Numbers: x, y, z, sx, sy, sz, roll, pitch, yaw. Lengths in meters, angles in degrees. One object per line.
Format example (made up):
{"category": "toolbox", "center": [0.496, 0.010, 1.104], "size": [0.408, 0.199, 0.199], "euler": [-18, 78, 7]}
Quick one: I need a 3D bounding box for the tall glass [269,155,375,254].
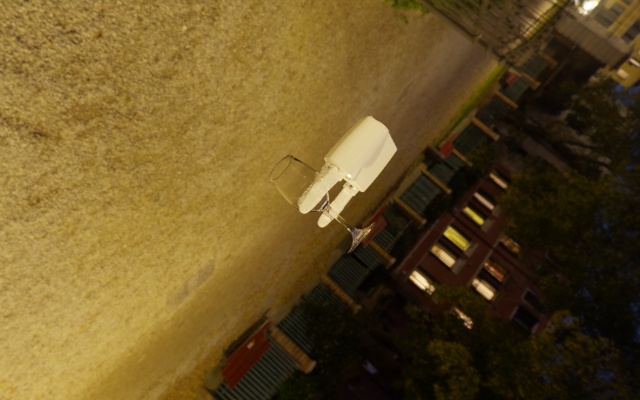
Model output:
{"category": "tall glass", "center": [0.001, 0.003, 0.866], "size": [0.201, 0.079, 0.079], "euler": [41, 8, 9]}
